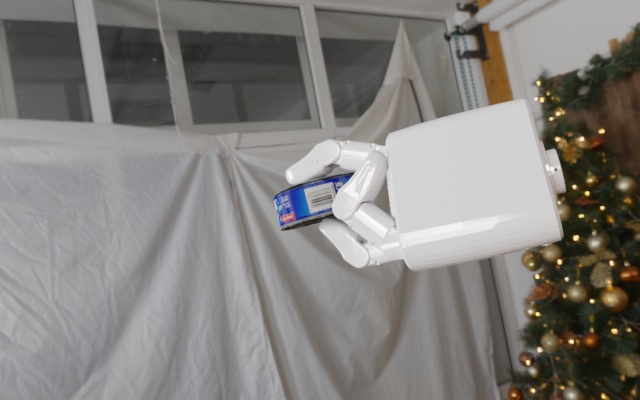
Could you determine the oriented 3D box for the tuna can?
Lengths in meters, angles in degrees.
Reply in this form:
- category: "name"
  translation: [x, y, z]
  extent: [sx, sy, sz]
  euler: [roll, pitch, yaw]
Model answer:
- category: "tuna can"
  translation: [0.000, 0.001, 0.446]
  extent: [0.086, 0.033, 0.086]
  euler: [-15, -5, -1]
